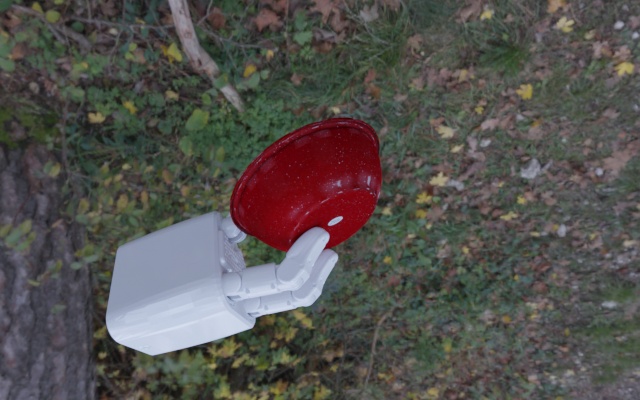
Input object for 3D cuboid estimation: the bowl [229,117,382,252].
[{"bbox_3d":[0.001,0.001,0.448,0.162,0.055,0.162,-24,-31,-16],"label":"bowl"}]
